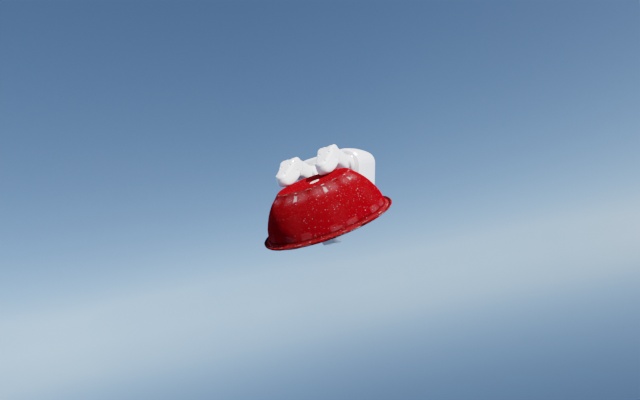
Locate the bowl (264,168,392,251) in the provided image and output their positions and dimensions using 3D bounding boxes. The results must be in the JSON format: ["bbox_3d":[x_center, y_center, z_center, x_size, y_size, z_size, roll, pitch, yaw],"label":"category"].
[{"bbox_3d":[0.000,0.002,0.570,0.162,0.055,0.162,-19,11,4],"label":"bowl"}]
